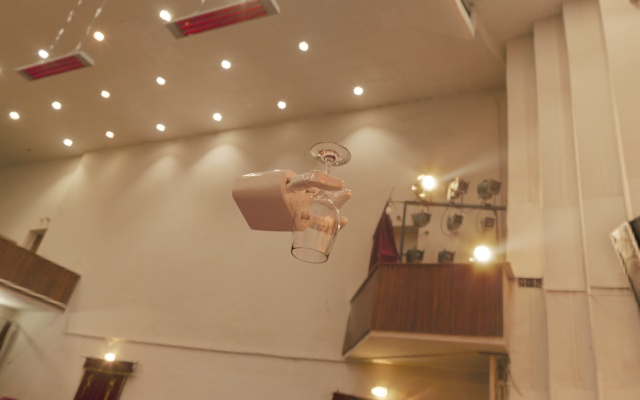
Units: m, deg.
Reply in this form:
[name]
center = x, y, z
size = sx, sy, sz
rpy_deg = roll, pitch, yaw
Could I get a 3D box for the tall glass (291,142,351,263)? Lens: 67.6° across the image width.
[tall glass]
center = 0.000, 0.002, 0.810
size = 0.079, 0.201, 0.079
rpy_deg = 9, -28, 5
